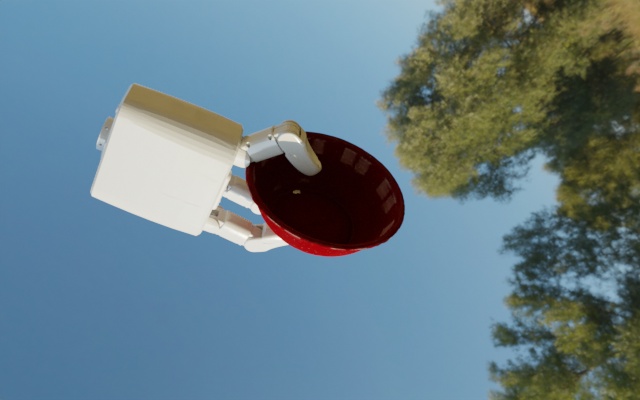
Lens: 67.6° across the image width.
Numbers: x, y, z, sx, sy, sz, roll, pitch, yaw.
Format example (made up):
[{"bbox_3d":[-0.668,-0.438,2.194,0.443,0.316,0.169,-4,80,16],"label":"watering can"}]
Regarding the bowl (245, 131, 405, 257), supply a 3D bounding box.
[{"bbox_3d":[0.001,0.002,0.480,0.162,0.162,0.055,0,-44,-23],"label":"bowl"}]
